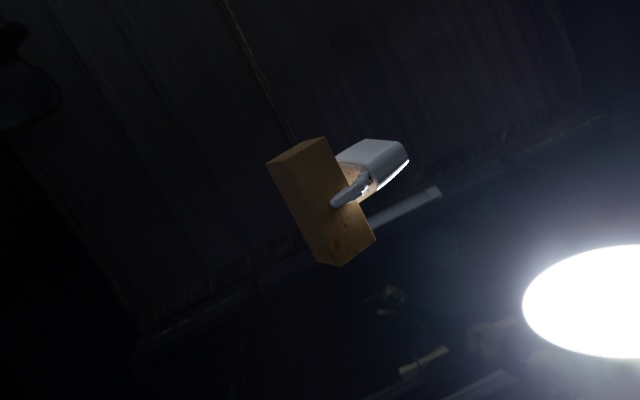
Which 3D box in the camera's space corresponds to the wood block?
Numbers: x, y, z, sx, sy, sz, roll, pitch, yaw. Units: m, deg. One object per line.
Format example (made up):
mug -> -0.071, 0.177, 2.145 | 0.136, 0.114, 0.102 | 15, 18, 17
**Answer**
wood block -> 0.001, 0.003, 0.841 | 0.090, 0.206, 0.091 | -34, 15, -24
